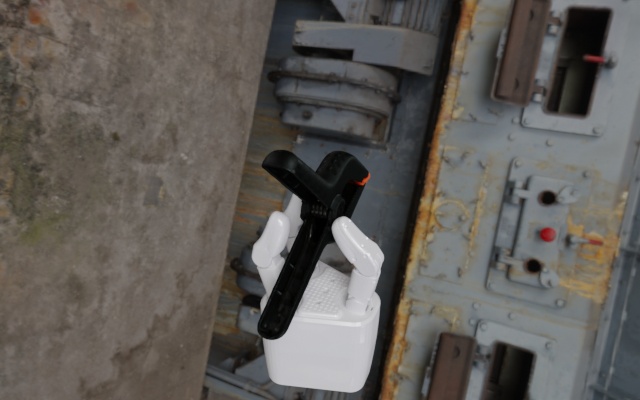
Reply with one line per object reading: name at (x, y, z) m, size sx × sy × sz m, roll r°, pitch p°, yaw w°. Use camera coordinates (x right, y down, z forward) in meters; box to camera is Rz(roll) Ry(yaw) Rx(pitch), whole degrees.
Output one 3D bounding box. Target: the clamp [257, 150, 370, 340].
clamp at (0.001, 0.002, 0.436) m, size 0.036 × 0.165 × 0.210 m, roll 15°, pitch 34°, yaw 19°
